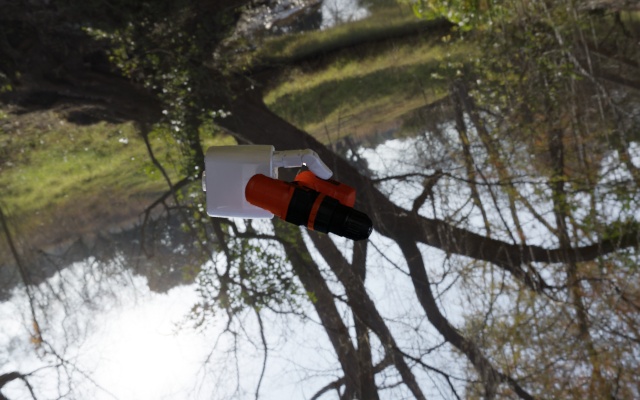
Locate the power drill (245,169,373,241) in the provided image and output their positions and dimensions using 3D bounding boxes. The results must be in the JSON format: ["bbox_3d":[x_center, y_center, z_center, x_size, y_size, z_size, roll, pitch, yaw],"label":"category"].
[{"bbox_3d":[0.000,0.002,0.715,0.184,0.057,0.187,22,9,11],"label":"power drill"}]
